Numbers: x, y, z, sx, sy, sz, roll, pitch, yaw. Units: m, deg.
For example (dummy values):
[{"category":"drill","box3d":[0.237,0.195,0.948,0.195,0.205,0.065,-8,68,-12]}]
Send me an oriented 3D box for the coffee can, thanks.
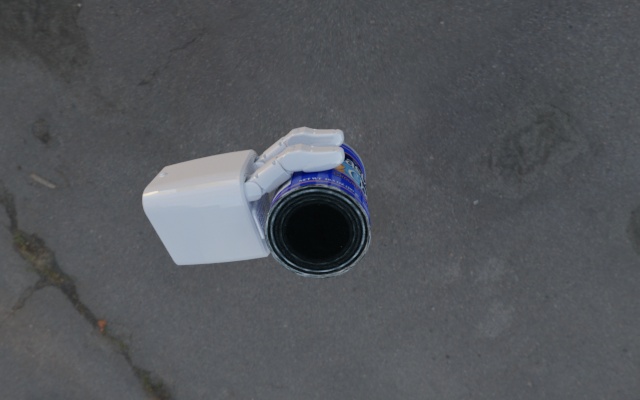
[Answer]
[{"category":"coffee can","box3d":[0.000,0.002,0.516,0.103,0.103,0.140,0,26,3]}]
